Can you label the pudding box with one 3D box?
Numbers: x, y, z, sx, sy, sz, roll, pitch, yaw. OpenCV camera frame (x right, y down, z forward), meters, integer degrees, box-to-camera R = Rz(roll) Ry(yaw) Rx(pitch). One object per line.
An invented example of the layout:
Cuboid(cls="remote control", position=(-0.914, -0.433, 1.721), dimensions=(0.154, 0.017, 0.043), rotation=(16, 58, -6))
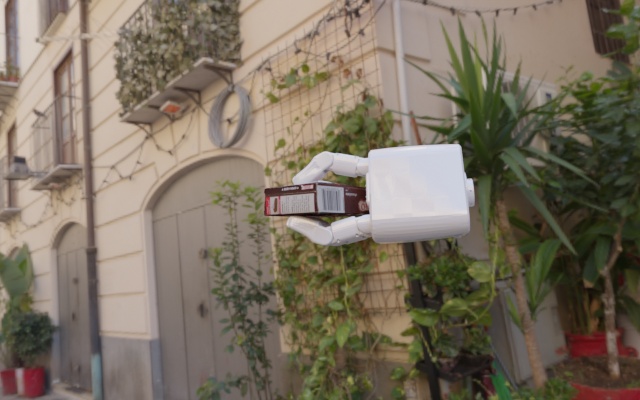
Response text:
Cuboid(cls="pudding box", position=(0.000, 0.002, 0.594), dimensions=(0.090, 0.039, 0.113), rotation=(-6, -8, 41))
